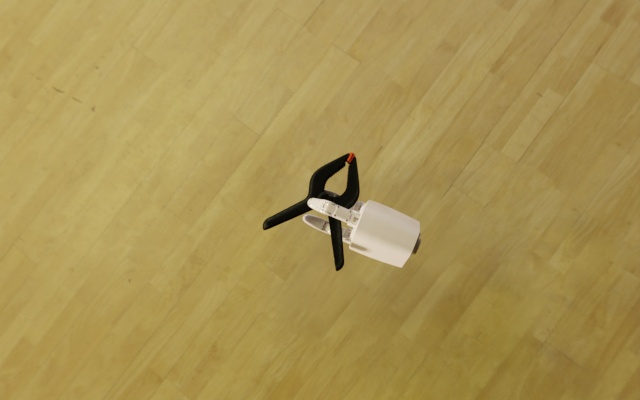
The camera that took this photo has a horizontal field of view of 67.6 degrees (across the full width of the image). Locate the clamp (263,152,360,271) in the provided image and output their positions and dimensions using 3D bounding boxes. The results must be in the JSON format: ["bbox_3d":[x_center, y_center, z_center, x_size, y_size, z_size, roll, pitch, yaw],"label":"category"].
[{"bbox_3d":[0.001,0.002,0.873,0.164,0.210,0.036,22,-5,4],"label":"clamp"}]
